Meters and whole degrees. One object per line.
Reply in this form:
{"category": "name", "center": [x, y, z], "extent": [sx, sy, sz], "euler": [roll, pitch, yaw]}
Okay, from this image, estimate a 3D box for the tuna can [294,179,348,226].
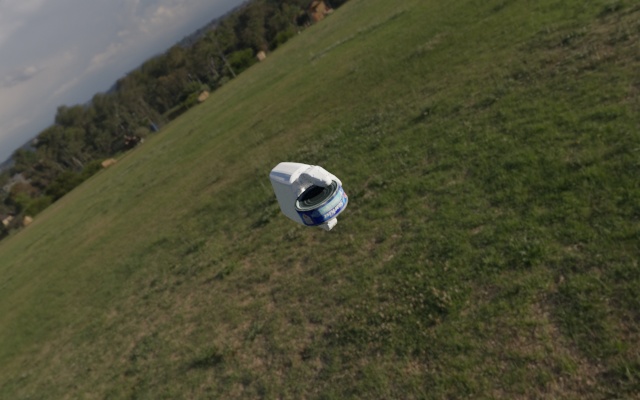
{"category": "tuna can", "center": [0.000, 0.002, 0.795], "extent": [0.086, 0.034, 0.086], "euler": [-24, 28, 14]}
